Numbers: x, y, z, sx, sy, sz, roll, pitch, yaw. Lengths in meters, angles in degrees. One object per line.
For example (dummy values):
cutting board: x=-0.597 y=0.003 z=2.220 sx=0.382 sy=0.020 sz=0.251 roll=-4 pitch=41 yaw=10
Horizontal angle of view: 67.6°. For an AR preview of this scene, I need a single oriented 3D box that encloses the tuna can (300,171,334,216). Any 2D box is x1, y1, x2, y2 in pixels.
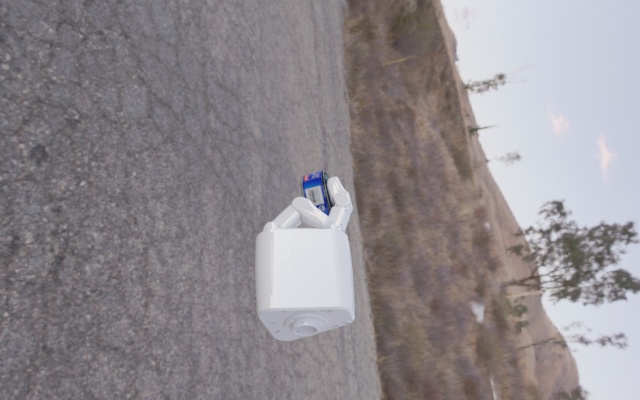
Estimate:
tuna can: x=0.001 y=0.002 z=0.676 sx=0.034 sy=0.086 sz=0.086 roll=-14 pitch=-2 yaw=8
